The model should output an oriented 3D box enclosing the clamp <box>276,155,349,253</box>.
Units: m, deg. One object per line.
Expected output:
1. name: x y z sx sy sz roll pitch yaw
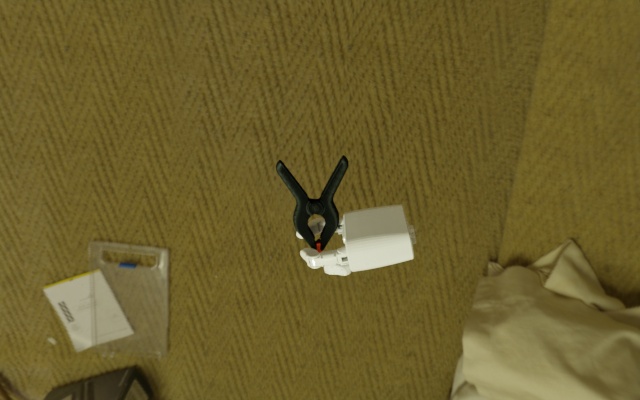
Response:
1. clamp: 0.000 0.003 0.812 0.120 0.171 0.039 -11 16 8
